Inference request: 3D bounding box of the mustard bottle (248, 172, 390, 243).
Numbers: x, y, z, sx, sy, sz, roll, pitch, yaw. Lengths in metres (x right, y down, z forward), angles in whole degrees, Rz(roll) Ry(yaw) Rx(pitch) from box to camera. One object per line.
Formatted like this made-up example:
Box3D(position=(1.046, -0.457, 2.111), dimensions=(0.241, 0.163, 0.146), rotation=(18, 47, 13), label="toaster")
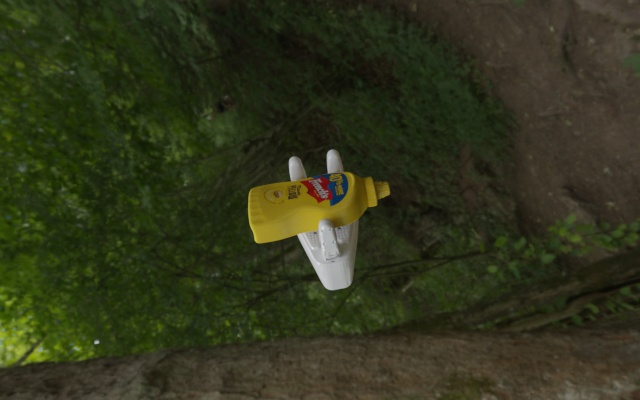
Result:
Box3D(position=(0.000, 0.002, 0.655), dimensions=(0.191, 0.058, 0.096), rotation=(-11, 33, 1), label="mustard bottle")
